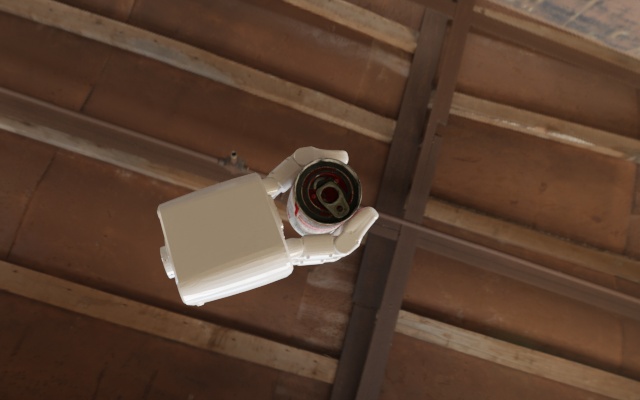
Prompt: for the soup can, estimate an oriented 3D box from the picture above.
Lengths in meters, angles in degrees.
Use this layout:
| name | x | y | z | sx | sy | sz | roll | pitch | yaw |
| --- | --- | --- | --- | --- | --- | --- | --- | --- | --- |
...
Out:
| name | x | y | z | sx | sy | sz | roll | pitch | yaw |
| --- | --- | --- | --- | --- | --- | --- | --- | --- | --- |
| soup can | 0.000 | 0.002 | 0.517 | 0.068 | 0.068 | 0.102 | 0 | -13 | -9 |
